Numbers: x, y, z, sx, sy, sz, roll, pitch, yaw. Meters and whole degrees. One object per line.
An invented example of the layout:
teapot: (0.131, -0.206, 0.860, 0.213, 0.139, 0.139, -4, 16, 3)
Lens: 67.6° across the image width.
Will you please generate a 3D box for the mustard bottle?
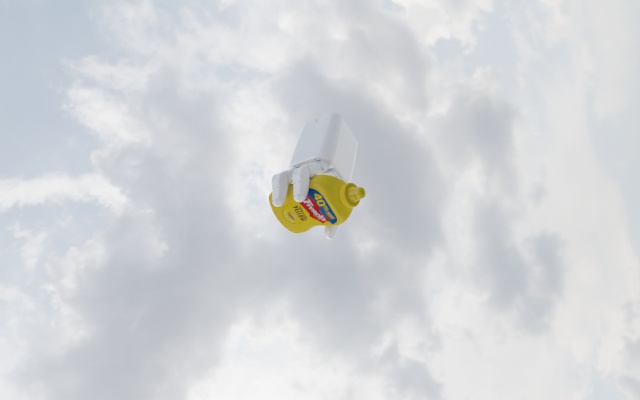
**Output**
mustard bottle: (0.000, 0.003, 0.832, 0.191, 0.096, 0.058, -14, 26, 43)
